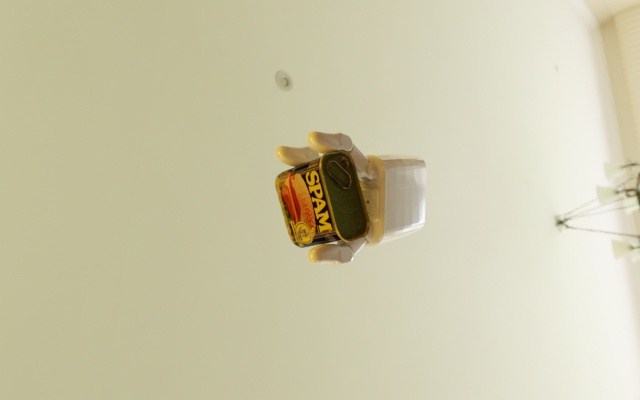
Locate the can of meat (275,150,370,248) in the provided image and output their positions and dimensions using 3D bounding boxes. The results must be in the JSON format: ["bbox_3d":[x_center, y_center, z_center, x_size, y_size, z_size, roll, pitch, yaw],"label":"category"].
[{"bbox_3d":[0.000,0.002,0.557,0.084,0.102,0.057,-15,-1,44],"label":"can of meat"}]
